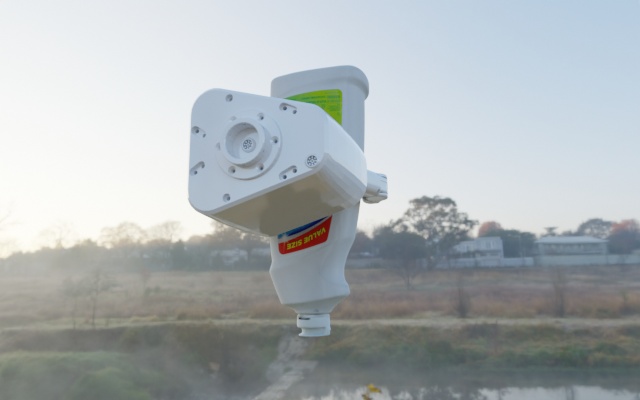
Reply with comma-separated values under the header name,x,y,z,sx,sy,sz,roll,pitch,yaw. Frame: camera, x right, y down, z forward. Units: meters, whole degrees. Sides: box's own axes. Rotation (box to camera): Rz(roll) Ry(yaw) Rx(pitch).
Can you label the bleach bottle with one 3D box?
name,x,y,z,sx,sy,sz,roll,pitch,yaw
bleach bottle,0.000,0.001,0.464,0.102,0.250,0.068,-4,-11,16
